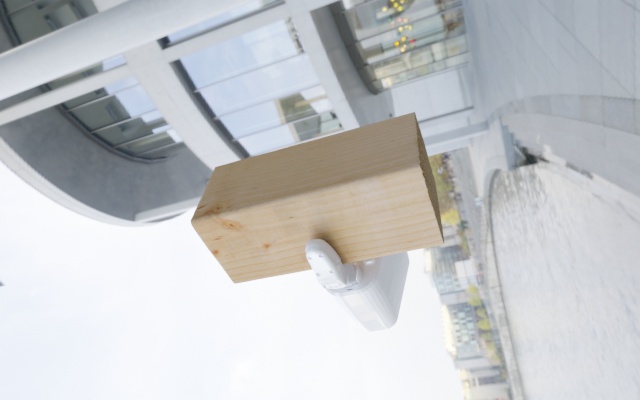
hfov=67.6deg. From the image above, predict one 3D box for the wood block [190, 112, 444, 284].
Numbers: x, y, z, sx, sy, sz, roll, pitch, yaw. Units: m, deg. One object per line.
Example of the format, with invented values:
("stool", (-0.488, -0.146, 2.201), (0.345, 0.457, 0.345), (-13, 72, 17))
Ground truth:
("wood block", (0.000, 0.002, 0.447), (0.206, 0.090, 0.090), (-14, 37, 17))
